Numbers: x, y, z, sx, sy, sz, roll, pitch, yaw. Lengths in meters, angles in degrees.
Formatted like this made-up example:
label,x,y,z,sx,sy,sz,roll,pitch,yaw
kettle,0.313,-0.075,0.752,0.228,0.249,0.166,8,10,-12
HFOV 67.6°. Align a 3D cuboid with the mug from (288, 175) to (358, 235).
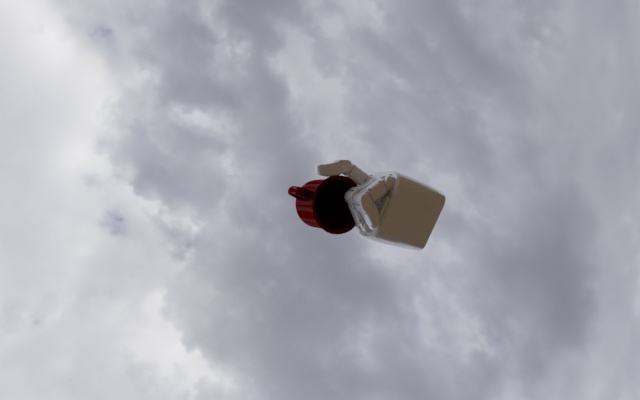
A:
label,x,y,z,sx,sy,sz,roll,pitch,yaw
mug,-0.001,0.002,0.777,0.117,0.093,0.081,18,-7,-26
